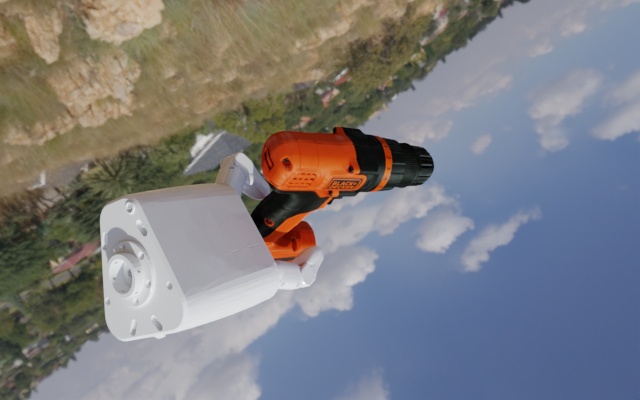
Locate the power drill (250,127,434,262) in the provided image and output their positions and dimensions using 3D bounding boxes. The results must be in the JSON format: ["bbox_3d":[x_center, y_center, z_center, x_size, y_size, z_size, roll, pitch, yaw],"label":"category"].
[{"bbox_3d":[0.000,0.002,0.476,0.184,0.057,0.188,2,-35,-35],"label":"power drill"}]
